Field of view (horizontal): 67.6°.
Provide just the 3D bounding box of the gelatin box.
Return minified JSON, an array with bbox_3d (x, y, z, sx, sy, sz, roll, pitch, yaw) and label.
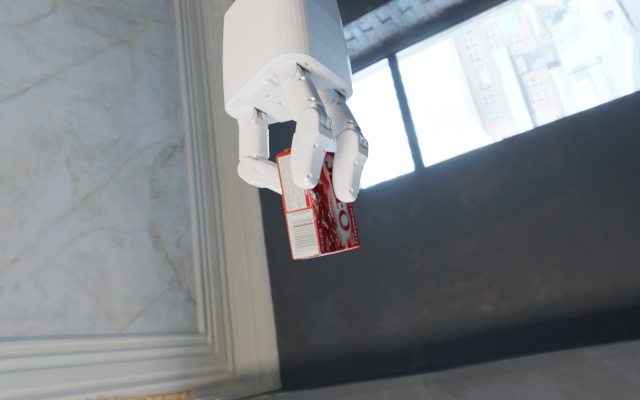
[{"bbox_3d":[0.000,0.002,0.408,0.030,0.089,0.073,-12,-5,29],"label":"gelatin box"}]
